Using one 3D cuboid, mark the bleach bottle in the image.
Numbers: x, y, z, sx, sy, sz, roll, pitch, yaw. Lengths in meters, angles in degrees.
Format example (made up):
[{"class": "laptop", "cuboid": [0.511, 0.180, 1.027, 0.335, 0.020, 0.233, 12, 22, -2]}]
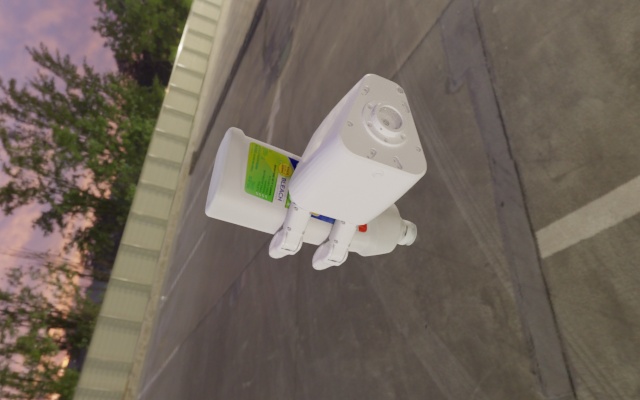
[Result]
[{"class": "bleach bottle", "cuboid": [0.000, 0.002, 0.560, 0.251, 0.102, 0.068, 16, -31, -20]}]
